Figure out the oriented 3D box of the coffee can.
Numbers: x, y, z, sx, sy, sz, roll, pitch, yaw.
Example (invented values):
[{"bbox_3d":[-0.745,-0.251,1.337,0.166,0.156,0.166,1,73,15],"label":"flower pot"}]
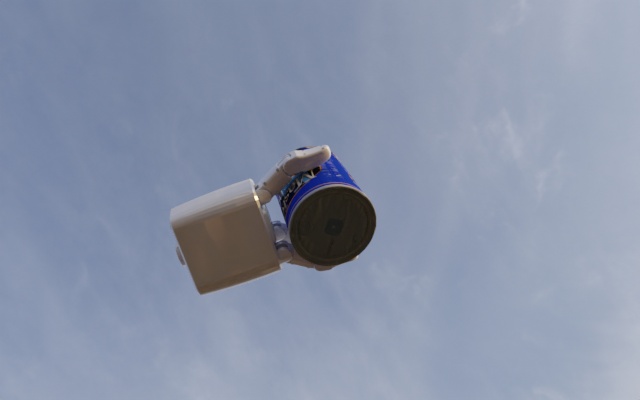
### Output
[{"bbox_3d":[0.000,0.002,0.602,0.103,0.103,0.140,0,25,-14],"label":"coffee can"}]
